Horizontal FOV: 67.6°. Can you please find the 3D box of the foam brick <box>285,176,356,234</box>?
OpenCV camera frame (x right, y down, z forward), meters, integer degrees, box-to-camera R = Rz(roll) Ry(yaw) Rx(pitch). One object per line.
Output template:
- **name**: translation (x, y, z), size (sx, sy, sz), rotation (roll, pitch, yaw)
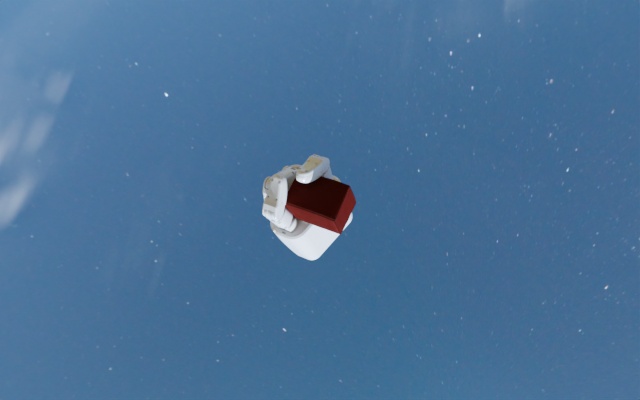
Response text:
- **foam brick**: translation (0.000, 0.002, 0.630), size (0.078, 0.053, 0.051), rotation (19, -19, 23)
